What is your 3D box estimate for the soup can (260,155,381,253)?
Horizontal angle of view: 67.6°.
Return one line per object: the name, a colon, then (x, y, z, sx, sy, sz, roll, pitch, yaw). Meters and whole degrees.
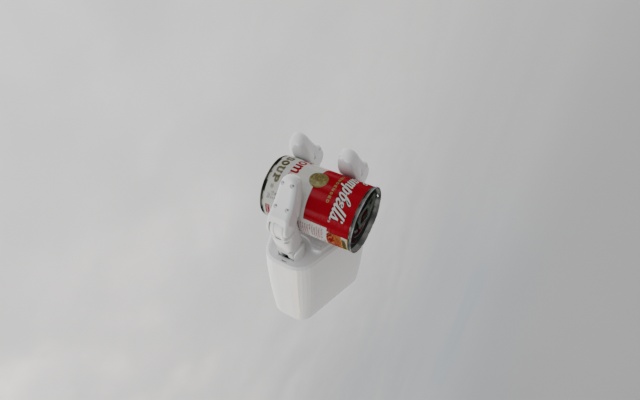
soup can: (0.000, 0.001, 0.473, 0.102, 0.068, 0.068, 22, 8, 20)
